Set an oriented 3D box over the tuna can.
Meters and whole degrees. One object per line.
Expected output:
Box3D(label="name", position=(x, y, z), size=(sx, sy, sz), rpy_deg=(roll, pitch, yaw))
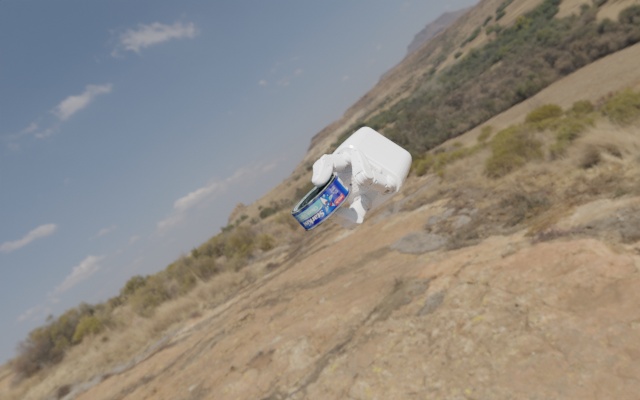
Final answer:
Box3D(label="tuna can", position=(0.000, 0.002, 0.676), size=(0.086, 0.034, 0.086), rpy_deg=(-40, 10, 8))
